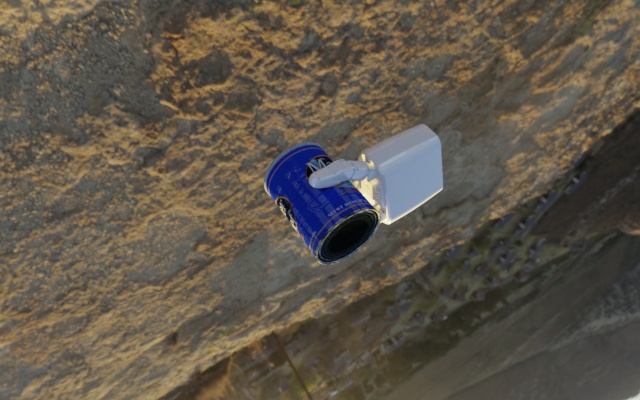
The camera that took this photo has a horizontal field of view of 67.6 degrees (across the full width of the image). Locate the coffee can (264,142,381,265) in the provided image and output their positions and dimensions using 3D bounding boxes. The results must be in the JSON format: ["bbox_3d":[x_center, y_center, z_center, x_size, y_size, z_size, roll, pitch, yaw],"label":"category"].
[{"bbox_3d":[0.000,0.002,0.655,0.103,0.103,0.140,0,42,-47],"label":"coffee can"}]
